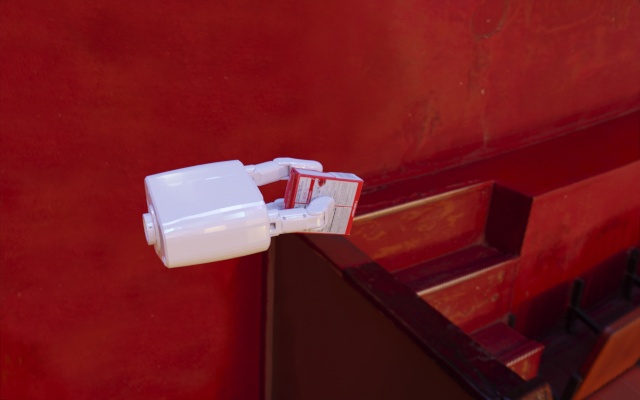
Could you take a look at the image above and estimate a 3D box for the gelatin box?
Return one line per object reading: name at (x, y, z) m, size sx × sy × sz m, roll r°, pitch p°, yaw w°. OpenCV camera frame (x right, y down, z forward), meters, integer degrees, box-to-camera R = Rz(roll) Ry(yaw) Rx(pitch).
gelatin box at (0.001, 0.002, 0.576) m, size 0.089 × 0.073 × 0.030 m, roll 4°, pitch 19°, yaw -26°
